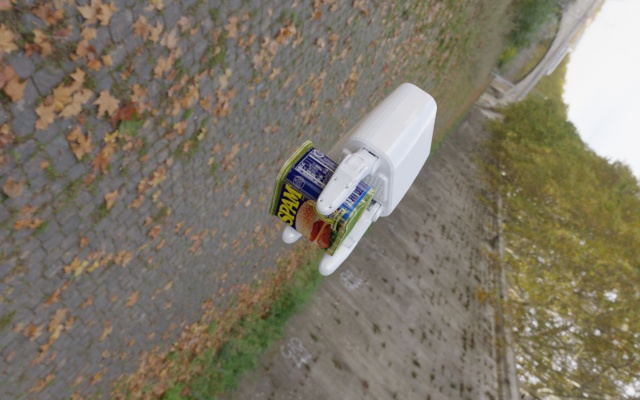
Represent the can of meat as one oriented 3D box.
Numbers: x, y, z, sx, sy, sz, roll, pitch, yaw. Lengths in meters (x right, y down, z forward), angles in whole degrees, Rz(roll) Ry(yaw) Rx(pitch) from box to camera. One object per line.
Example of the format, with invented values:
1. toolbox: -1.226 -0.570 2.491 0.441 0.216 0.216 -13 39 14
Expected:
1. can of meat: 0.000 0.002 0.491 0.084 0.057 0.102 35 -31 8
